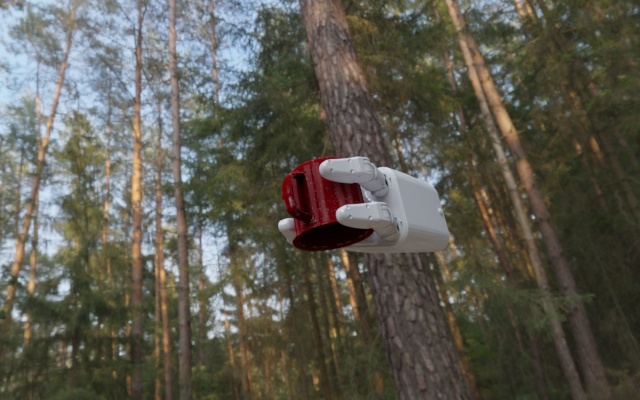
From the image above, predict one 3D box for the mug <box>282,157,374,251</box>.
[{"bbox_3d":[-0.001,0.001,0.531,0.093,0.081,0.117,-28,-28,35],"label":"mug"}]
